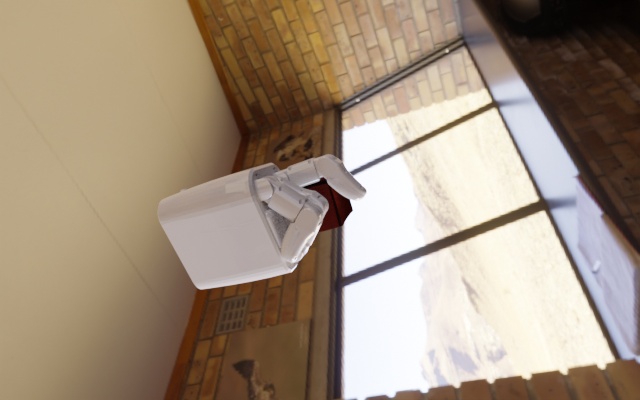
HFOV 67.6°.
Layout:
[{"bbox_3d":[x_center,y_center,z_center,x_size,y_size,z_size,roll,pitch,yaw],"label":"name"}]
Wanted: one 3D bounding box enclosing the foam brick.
[{"bbox_3d":[0.000,0.002,0.531,0.051,0.053,0.078,-16,6,15],"label":"foam brick"}]
